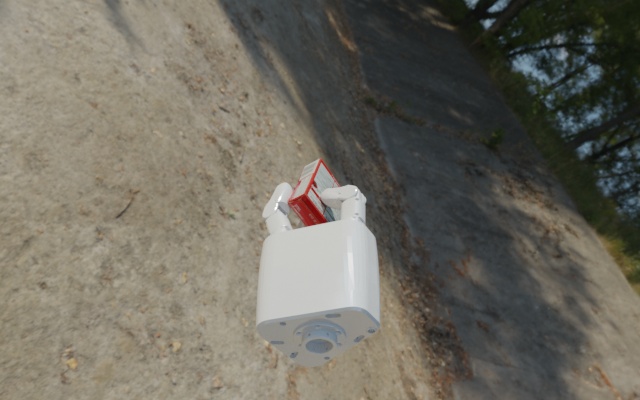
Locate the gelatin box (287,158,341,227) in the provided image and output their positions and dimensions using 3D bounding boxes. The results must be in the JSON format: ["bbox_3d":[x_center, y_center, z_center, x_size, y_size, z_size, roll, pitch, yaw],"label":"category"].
[{"bbox_3d":[0.001,0.002,0.589,0.030,0.073,0.089,-24,25,27],"label":"gelatin box"}]
